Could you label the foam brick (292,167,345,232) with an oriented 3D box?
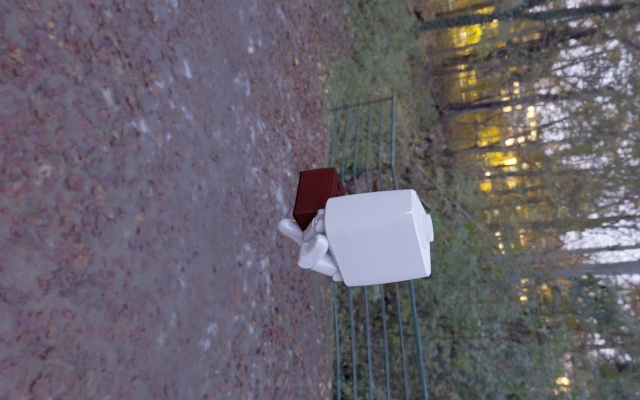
[{"bbox_3d":[0.000,0.002,0.640,0.051,0.078,0.053,-9,-41,19],"label":"foam brick"}]
